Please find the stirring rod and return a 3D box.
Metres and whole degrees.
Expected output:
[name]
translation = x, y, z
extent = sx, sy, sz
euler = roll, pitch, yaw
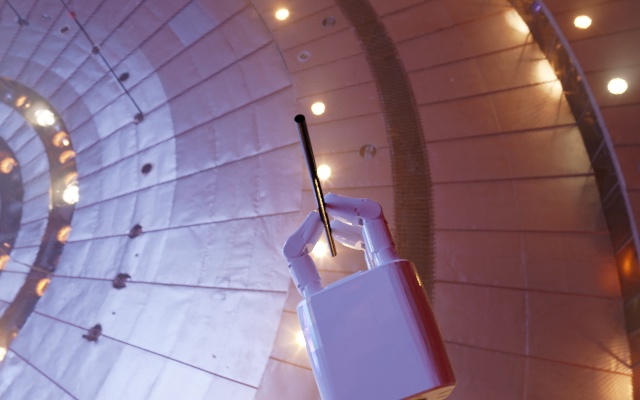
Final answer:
[stirring rod]
translation = 0.000, 0.001, 0.442
extent = 0.011, 0.011, 0.240
euler = 0, -30, 8
